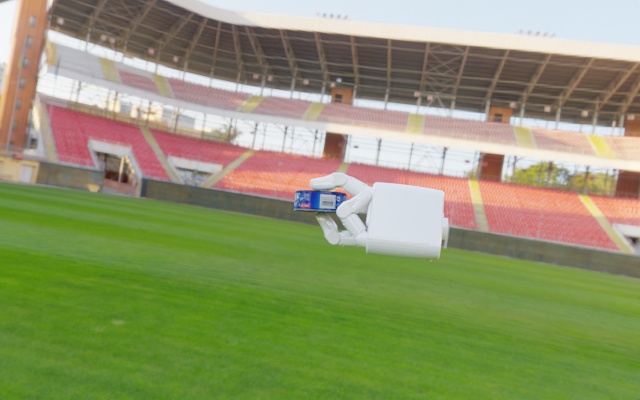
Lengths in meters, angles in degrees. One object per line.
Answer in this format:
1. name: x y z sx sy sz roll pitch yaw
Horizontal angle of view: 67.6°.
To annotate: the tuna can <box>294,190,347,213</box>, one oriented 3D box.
1. tuna can: 0.000 0.002 0.776 0.086 0.034 0.086 3 -2 0
